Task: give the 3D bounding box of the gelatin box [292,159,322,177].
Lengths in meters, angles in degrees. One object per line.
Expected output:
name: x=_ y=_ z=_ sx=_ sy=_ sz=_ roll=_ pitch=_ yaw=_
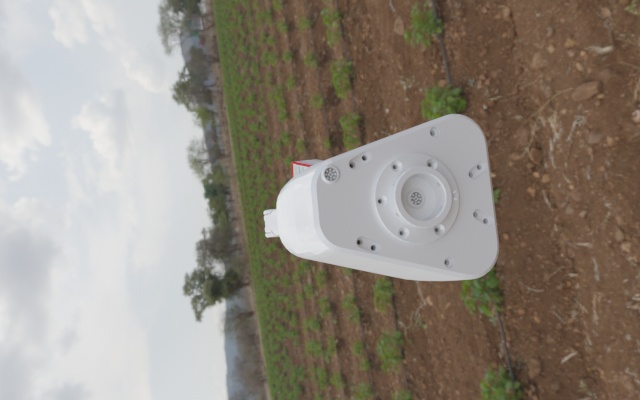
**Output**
gelatin box: x=0.000 y=0.001 z=0.435 sx=0.030 sy=0.073 sz=0.089 roll=-7 pitch=9 yaw=-17
